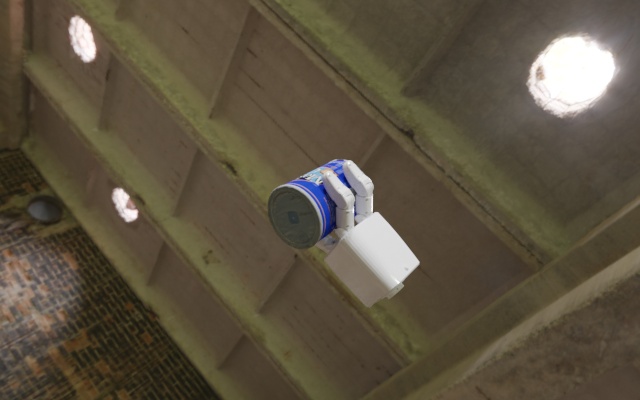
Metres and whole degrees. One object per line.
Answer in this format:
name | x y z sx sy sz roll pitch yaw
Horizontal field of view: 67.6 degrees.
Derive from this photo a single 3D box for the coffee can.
coffee can | 0.000 0.002 0.759 0.103 0.103 0.140 0 20 39
